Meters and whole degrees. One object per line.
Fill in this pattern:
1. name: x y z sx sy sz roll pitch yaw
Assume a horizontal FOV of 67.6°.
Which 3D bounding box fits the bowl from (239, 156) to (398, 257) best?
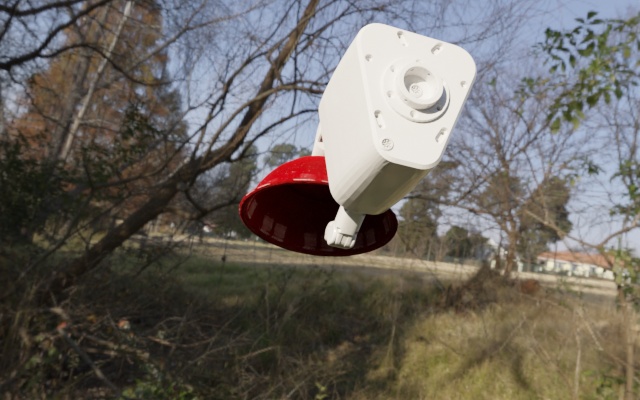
1. bowl: -0.001 0.002 0.501 0.162 0.055 0.162 5 -31 3
